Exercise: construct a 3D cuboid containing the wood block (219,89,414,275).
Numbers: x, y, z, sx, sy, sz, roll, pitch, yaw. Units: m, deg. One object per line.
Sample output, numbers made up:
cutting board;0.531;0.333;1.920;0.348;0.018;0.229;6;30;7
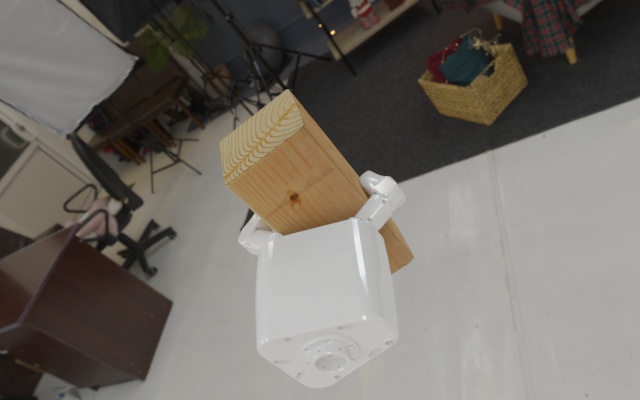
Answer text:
wood block;0.000;0.002;0.498;0.091;0.206;0.090;-35;35;10
